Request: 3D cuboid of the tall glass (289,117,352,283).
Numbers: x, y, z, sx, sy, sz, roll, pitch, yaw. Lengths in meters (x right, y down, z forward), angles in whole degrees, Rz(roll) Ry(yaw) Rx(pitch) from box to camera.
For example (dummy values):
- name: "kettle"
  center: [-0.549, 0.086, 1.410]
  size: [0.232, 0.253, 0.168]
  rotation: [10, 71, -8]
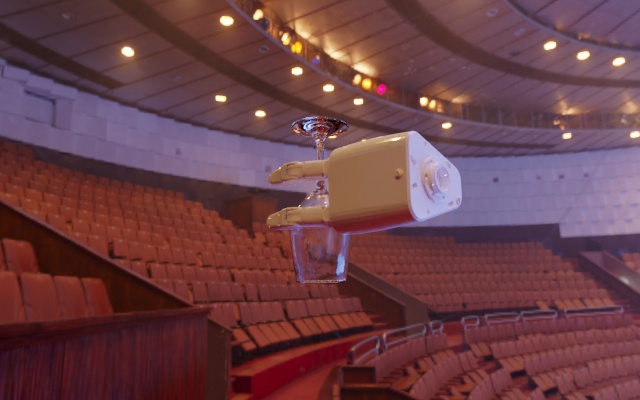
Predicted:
- name: "tall glass"
  center: [0.000, 0.001, 0.601]
  size: [0.079, 0.201, 0.079]
  rotation: [0, -11, 0]
